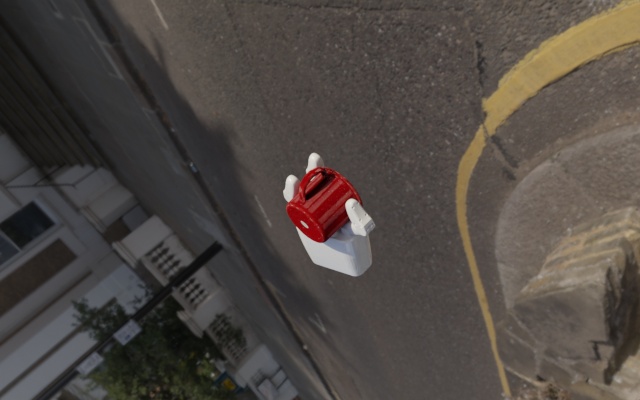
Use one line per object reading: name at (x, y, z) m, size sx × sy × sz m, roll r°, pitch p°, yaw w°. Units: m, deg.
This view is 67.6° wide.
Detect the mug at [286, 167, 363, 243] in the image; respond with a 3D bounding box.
mug at (0.000, 0.002, 0.715) m, size 0.093 × 0.117 × 0.081 m, roll 29°, pitch 63°, yaw 36°
